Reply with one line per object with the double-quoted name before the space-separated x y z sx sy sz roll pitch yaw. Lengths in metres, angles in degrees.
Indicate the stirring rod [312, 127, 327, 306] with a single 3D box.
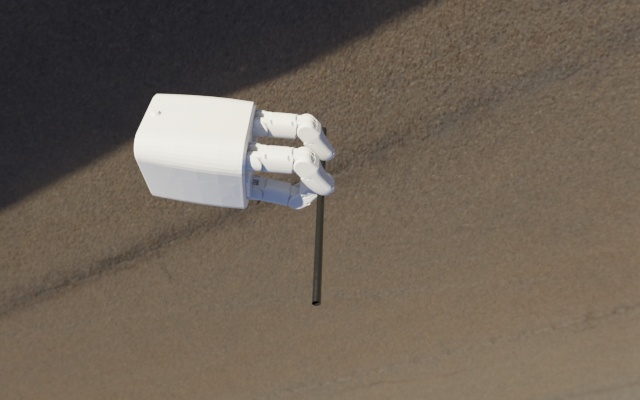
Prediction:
"stirring rod" 0.000 0.002 0.494 0.011 0.239 0.011 1 -43 1
